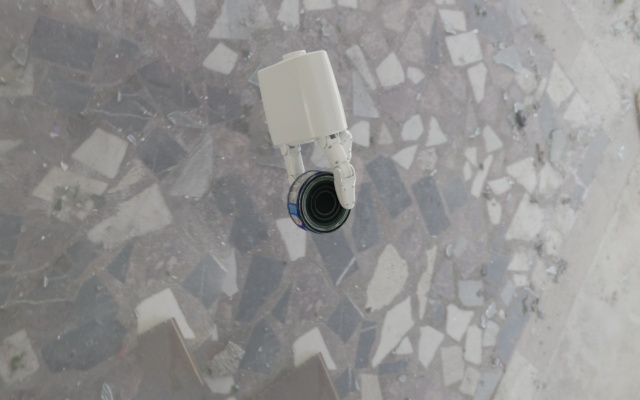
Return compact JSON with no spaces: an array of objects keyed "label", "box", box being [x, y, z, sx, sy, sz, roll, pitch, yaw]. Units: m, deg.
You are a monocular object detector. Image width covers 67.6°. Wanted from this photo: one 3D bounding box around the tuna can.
[{"label":"tuna can","box":[0.000,0.002,0.644,0.086,0.086,0.034,0,5,-30]}]
